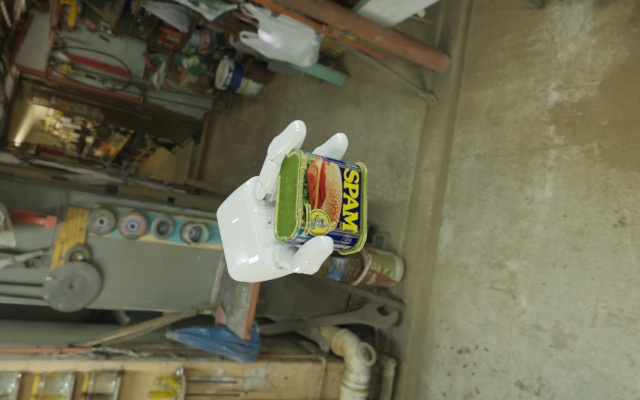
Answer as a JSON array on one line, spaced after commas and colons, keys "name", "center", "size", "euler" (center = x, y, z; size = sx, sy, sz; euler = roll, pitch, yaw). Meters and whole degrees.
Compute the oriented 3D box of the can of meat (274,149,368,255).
[{"name": "can of meat", "center": [0.000, 0.002, 0.513], "size": [0.084, 0.102, 0.057], "euler": [12, -18, -29]}]
